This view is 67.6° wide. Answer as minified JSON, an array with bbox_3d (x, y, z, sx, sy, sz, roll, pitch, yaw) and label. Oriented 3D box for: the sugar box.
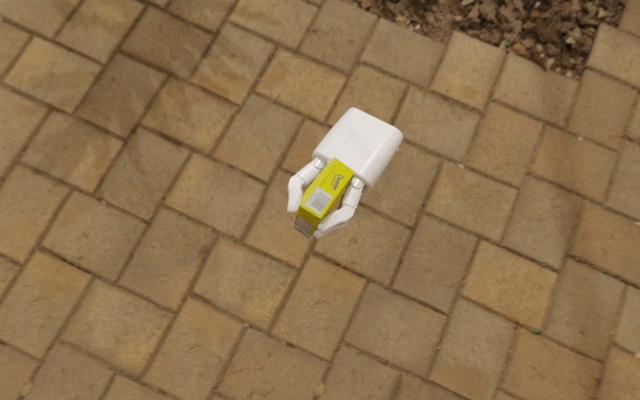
[{"bbox_3d":[0.001,0.003,0.779,0.048,0.093,0.176,36,-15,5],"label":"sugar box"}]
